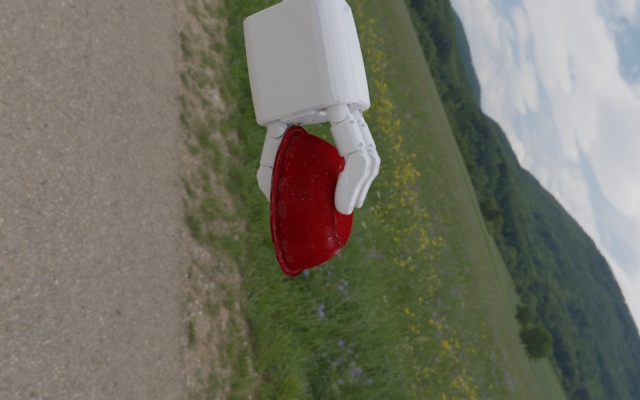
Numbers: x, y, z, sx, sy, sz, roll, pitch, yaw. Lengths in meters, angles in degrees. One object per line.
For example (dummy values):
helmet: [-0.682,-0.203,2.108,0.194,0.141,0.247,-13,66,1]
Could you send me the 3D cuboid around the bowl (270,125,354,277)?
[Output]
bowl: [0.001,0.003,0.505,0.055,0.162,0.162,2,0,15]
